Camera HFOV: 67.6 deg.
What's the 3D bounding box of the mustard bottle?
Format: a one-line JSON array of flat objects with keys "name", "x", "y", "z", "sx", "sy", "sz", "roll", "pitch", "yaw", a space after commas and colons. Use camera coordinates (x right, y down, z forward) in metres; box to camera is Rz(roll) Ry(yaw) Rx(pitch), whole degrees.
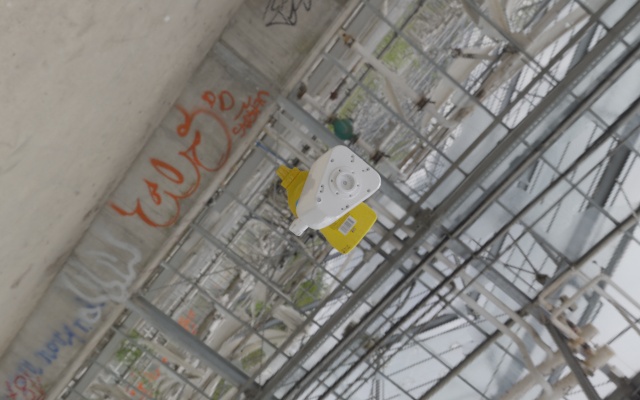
[{"name": "mustard bottle", "x": 0.000, "y": 0.003, "z": 0.853, "sx": 0.191, "sy": 0.096, "sz": 0.058, "roll": 39, "pitch": 6, "yaw": -5}]
